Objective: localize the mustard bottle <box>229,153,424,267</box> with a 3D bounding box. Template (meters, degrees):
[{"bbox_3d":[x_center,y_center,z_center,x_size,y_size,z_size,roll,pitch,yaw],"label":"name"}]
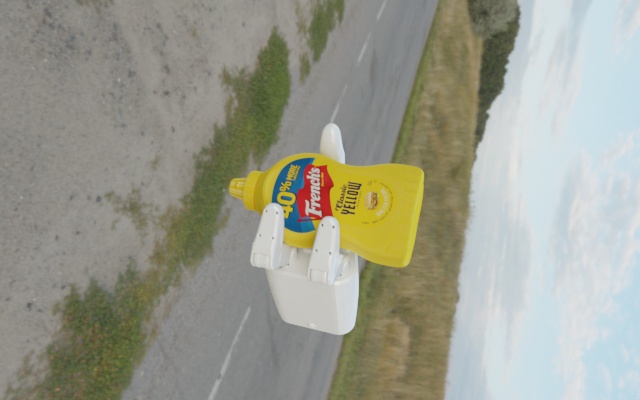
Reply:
[{"bbox_3d":[0.000,0.001,0.472,0.191,0.096,0.058,9,-19,15],"label":"mustard bottle"}]
